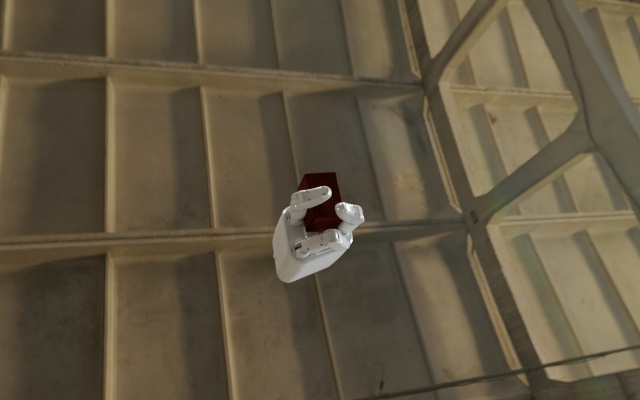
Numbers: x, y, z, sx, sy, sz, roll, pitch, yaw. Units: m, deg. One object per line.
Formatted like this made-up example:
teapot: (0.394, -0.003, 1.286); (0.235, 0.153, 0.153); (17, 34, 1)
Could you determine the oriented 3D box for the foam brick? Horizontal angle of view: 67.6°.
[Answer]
foam brick: (0.000, 0.002, 0.737); (0.053, 0.078, 0.051); (-2, -27, -18)
